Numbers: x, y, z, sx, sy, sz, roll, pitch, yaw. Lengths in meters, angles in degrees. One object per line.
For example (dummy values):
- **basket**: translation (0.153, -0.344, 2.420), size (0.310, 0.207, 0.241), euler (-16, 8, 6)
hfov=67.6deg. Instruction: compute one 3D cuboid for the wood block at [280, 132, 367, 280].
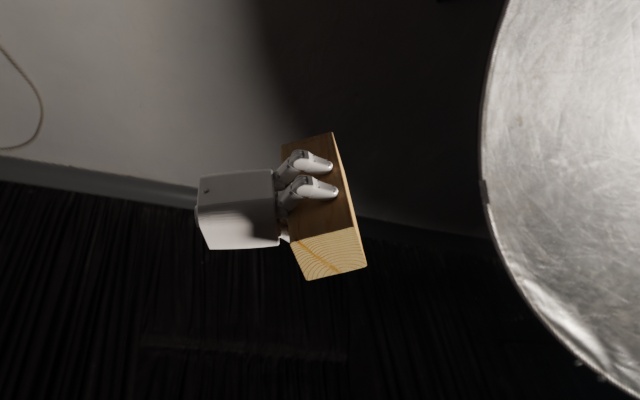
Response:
- **wood block**: translation (0.000, 0.003, 0.711), size (0.090, 0.206, 0.091), euler (-15, -45, 5)
